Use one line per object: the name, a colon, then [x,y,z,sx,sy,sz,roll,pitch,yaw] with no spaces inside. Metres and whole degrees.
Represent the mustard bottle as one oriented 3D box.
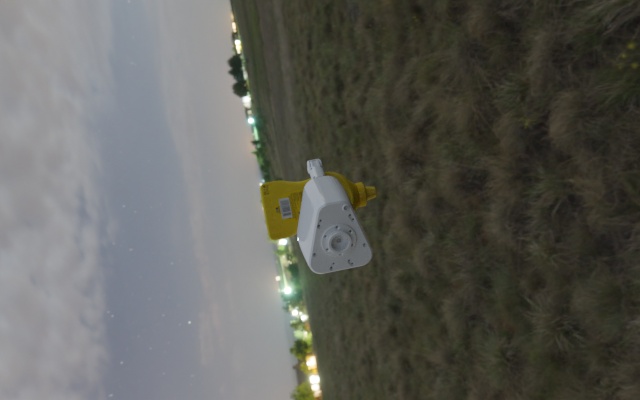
mustard bottle: [0.000,0.003,0.800,0.191,0.096,0.058,-11,-3,-6]
